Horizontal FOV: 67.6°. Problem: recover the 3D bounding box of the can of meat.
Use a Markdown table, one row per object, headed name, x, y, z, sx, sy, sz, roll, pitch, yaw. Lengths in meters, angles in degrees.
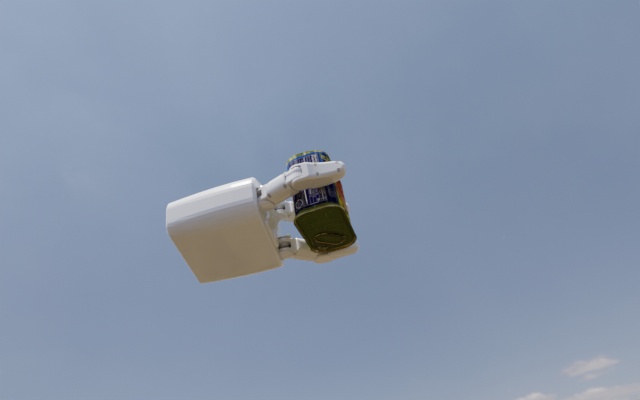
| name | x | y | z | sx | sy | sz | roll | pitch | yaw |
| --- | --- | --- | --- | --- | --- | --- | --- | --- | --- |
| can of meat | 0.000 | 0.002 | 0.563 | 0.057 | 0.084 | 0.102 | -17 | -34 | 8 |
